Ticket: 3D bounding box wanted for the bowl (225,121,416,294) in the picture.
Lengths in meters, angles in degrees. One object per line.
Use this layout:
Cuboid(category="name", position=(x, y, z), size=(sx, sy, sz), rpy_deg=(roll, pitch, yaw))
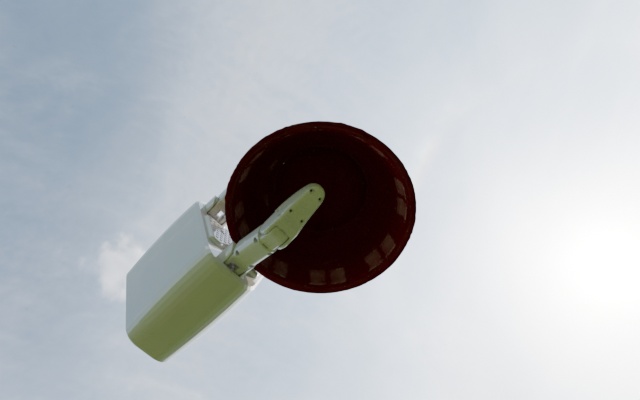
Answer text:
Cuboid(category="bowl", position=(0.001, 0.001, 0.425), size=(0.162, 0.162, 0.055), rpy_deg=(0, 25, 0))
